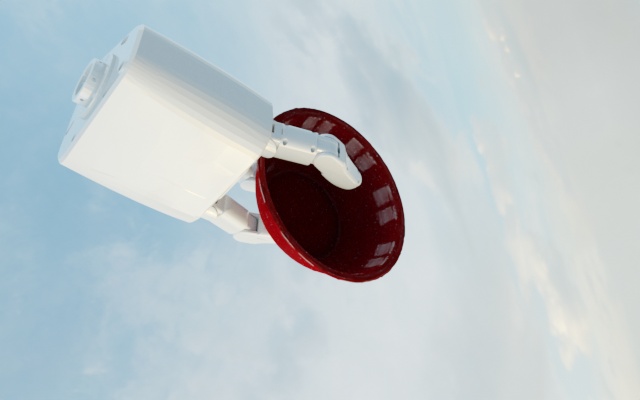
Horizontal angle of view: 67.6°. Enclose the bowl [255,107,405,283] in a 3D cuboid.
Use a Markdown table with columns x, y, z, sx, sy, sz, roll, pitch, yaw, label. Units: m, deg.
| x | y | z | sx | sy | sz | roll | pitch | yaw | label |
| --- | --- | --- | --- | --- | --- | --- | --- | --- | --- |
| 0.001 | 0.002 | 0.422 | 0.162 | 0.162 | 0.055 | 0 | -24 | -42 | bowl |
